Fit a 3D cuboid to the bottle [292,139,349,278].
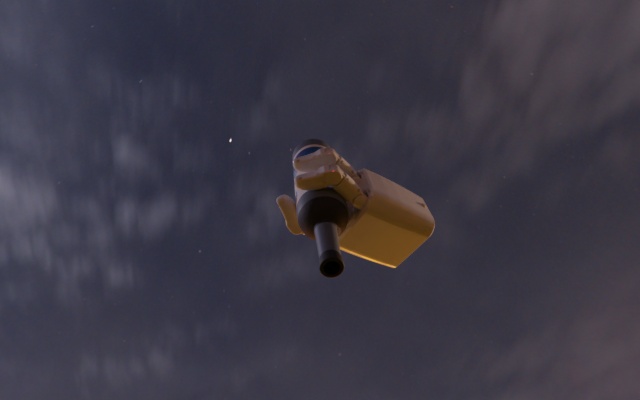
[{"bbox_3d":[0.000,0.002,0.644,0.069,0.069,0.295,0,29,-6],"label":"bottle"}]
